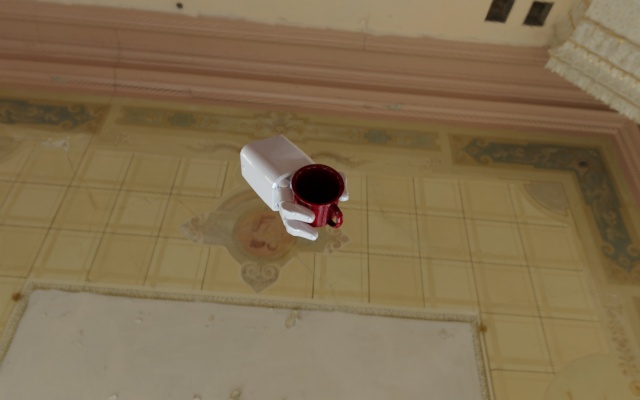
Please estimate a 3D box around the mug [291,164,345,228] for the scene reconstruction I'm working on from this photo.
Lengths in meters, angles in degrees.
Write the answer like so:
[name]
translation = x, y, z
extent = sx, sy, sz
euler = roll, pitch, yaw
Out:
[mug]
translation = 0.001, 0.004, 0.855
extent = 0.093, 0.117, 0.082
euler = -32, -27, -25
